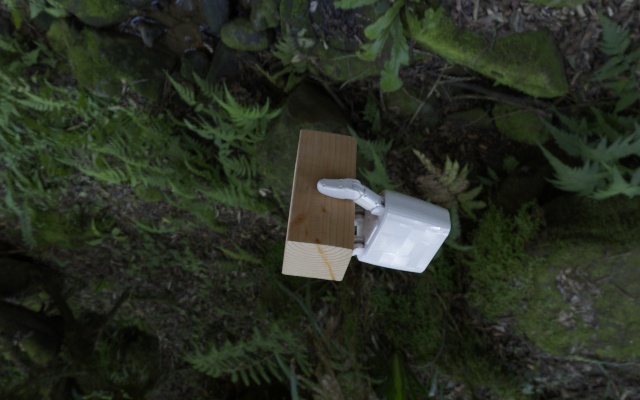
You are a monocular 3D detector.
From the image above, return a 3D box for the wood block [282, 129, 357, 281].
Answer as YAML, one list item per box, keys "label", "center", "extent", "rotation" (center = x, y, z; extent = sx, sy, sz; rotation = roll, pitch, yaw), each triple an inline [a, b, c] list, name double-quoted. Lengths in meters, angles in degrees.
- label: "wood block"
  center: [0.001, 0.002, 0.710]
  extent: [0.090, 0.206, 0.091]
  rotation: [8, -38, -5]
